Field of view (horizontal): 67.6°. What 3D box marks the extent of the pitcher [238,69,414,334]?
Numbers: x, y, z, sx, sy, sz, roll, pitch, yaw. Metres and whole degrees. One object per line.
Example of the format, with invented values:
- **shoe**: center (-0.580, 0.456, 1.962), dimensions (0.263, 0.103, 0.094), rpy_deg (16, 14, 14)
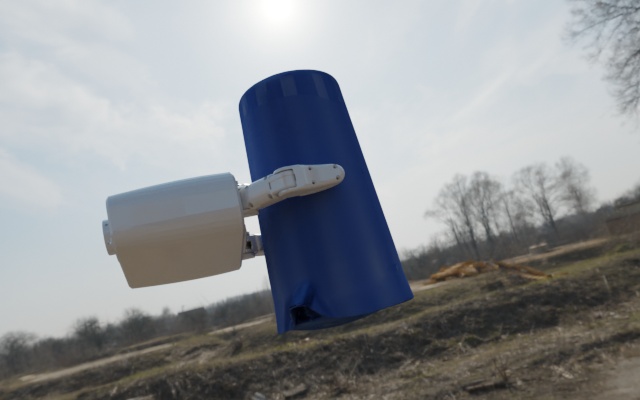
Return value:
- **pitcher**: center (0.000, 0.002, 0.484), dimensions (0.145, 0.242, 0.149), rpy_deg (-11, -12, -17)
